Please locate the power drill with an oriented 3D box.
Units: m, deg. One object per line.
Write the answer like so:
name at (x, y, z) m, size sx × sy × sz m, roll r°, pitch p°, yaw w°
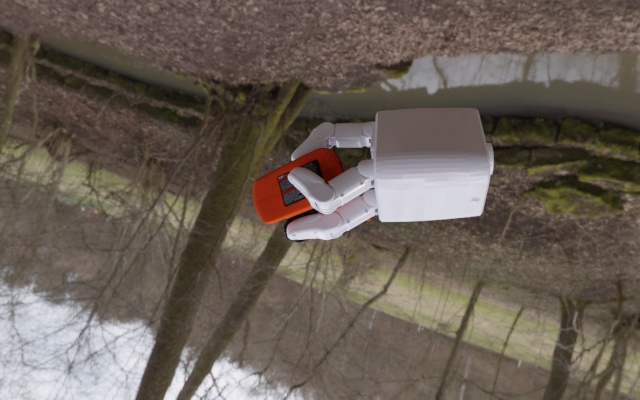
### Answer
power drill at (0.000, 0.002, 0.579) m, size 0.184 × 0.057 × 0.188 m, roll -25°, pitch -17°, yaw 21°
